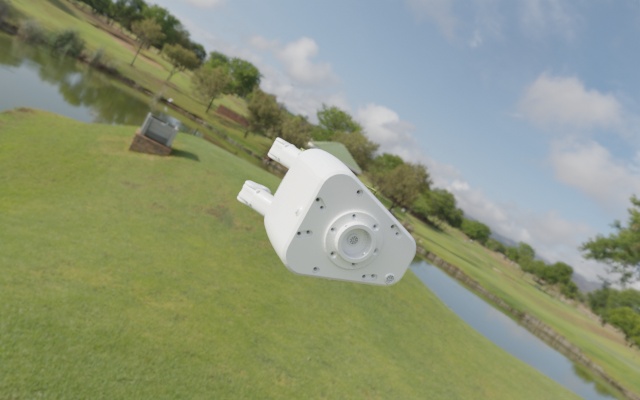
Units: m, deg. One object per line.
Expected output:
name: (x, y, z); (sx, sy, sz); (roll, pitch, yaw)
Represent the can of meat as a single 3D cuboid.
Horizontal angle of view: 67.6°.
can of meat: (0.000, 0.001, 0.529); (0.102, 0.084, 0.057); (28, 6, -15)
